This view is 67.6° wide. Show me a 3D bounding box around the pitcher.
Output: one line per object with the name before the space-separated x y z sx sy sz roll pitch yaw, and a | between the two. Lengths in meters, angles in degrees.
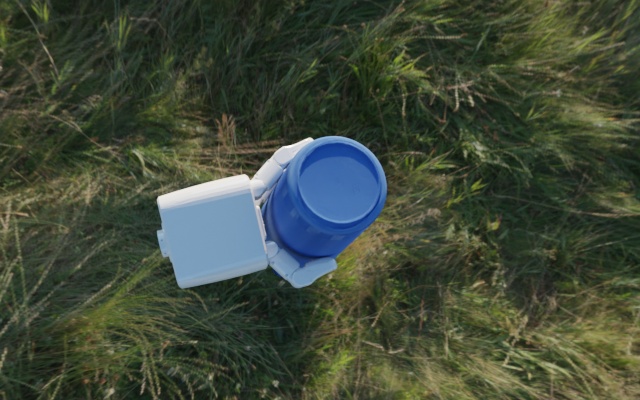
pitcher | 0.000 0.002 0.604 0.145 0.149 0.243 -14 -11 -15
